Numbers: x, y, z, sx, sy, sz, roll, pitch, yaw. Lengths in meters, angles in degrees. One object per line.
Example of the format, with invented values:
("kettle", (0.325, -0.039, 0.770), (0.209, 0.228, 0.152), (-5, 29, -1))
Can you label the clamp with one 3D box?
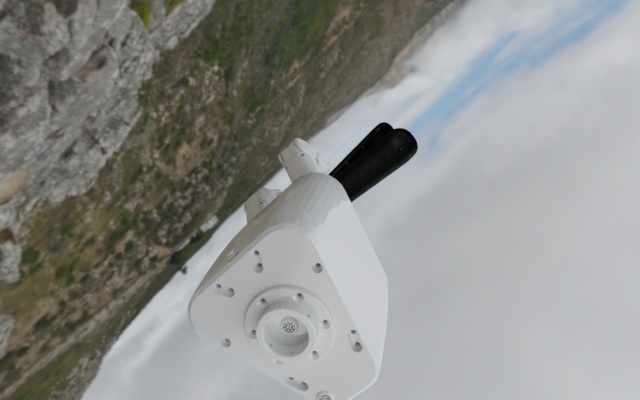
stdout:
("clamp", (0.000, 0.002, 0.435), (0.210, 0.036, 0.164), (-42, 5, 17))
